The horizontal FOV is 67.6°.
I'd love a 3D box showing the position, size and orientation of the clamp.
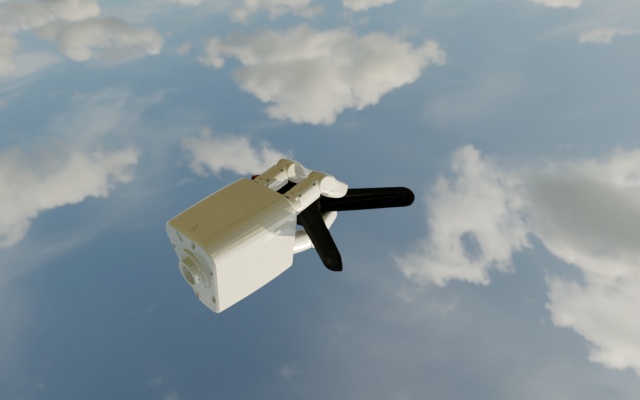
[{"bbox_3d":[0.000,0.003,0.598,0.210,0.036,0.164,25,42,39],"label":"clamp"}]
